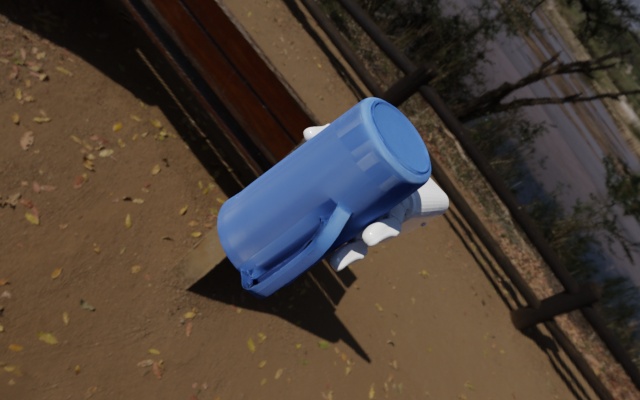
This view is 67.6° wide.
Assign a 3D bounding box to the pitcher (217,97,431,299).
[{"bbox_3d":[0.000,0.002,0.542,0.243,0.149,0.145,-36,-21,33],"label":"pitcher"}]
